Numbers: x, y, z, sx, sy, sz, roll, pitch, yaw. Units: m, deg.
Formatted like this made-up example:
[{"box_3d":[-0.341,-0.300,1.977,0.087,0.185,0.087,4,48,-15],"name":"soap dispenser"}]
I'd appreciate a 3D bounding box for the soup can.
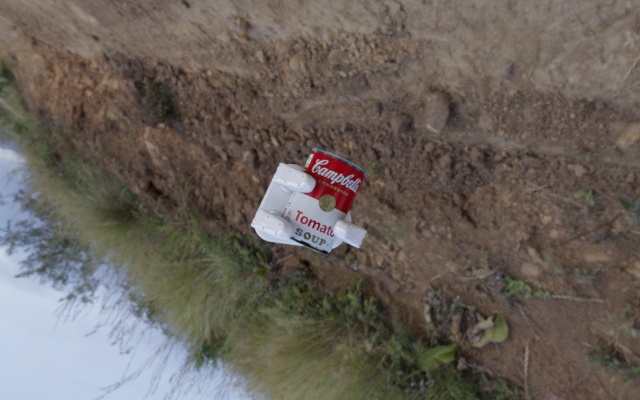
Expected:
[{"box_3d":[0.000,0.002,0.536,0.068,0.102,0.068,25,-3,1],"name":"soup can"}]
